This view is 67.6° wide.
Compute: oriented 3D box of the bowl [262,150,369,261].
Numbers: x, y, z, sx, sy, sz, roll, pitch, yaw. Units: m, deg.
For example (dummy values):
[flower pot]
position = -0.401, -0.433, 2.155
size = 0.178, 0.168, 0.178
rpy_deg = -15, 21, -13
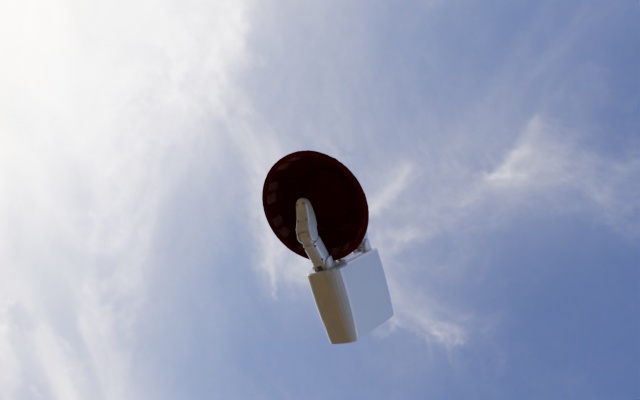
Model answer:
[bowl]
position = 0.000, 0.001, 0.671
size = 0.162, 0.162, 0.055
rpy_deg = 0, 20, 27
